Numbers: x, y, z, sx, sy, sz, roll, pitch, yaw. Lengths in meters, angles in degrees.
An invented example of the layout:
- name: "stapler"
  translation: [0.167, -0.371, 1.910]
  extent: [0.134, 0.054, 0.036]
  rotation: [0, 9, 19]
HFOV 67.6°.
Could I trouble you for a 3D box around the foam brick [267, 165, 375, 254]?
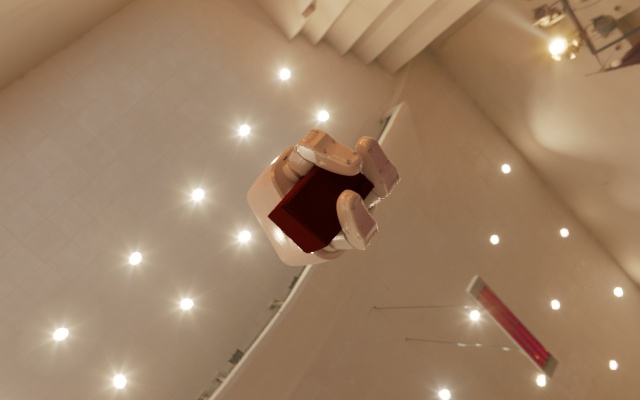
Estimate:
- name: "foam brick"
  translation: [0.000, 0.002, 0.432]
  extent: [0.078, 0.053, 0.051]
  rotation: [-49, 8, -26]
